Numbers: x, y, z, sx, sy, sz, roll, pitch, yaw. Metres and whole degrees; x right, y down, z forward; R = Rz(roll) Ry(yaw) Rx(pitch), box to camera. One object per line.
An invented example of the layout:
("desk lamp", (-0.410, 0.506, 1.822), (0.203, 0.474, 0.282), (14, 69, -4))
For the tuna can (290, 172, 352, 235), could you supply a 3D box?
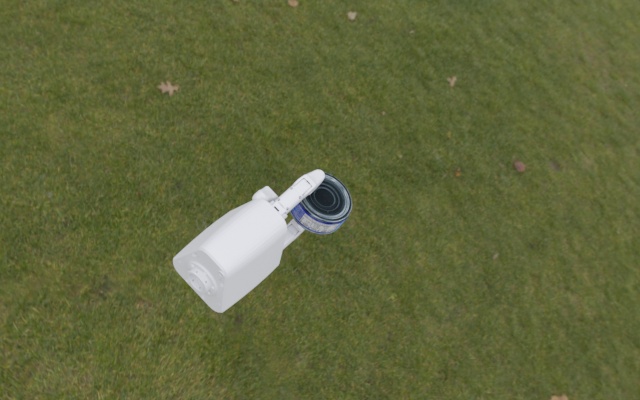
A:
("tuna can", (0.000, 0.002, 0.661), (0.086, 0.086, 0.034), (0, -32, -29))
